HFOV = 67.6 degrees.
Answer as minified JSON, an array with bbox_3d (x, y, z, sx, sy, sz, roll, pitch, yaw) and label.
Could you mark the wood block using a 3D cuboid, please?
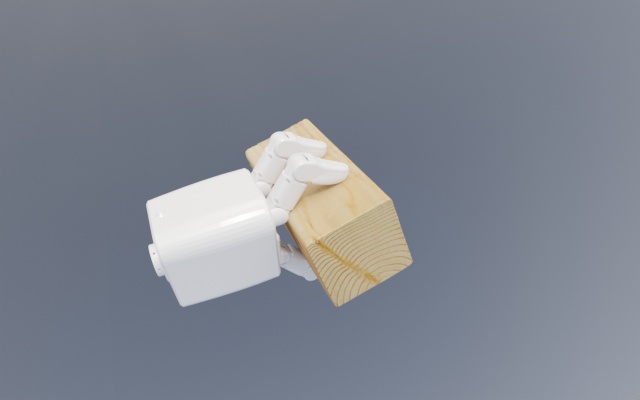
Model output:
[{"bbox_3d":[0.000,0.002,0.520,0.090,0.091,0.206,-29,38,-7],"label":"wood block"}]
